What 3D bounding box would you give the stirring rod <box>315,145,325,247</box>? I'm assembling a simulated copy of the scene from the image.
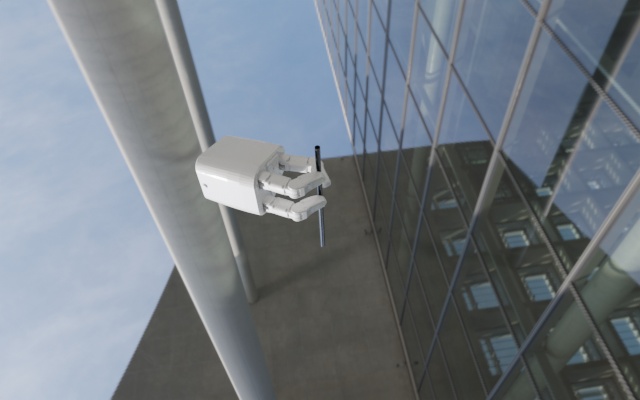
[{"bbox_3d":[0.000,0.002,0.773,0.011,0.011,0.240,0,-41,3],"label":"stirring rod"}]
